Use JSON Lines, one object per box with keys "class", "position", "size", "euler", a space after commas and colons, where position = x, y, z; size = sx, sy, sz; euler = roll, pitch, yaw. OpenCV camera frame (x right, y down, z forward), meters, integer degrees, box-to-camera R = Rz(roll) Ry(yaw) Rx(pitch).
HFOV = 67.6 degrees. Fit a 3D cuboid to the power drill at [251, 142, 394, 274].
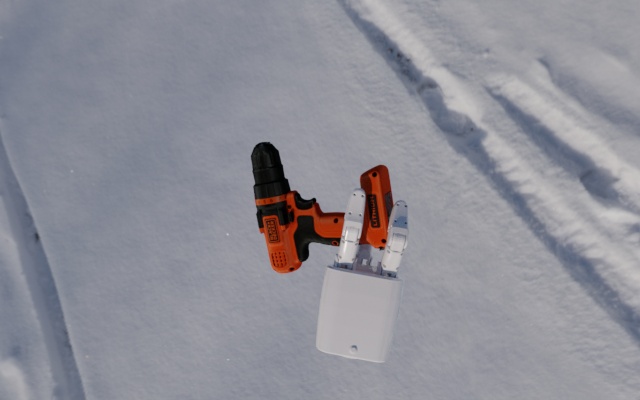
{"class": "power drill", "position": [0.001, 0.002, 0.637], "size": [0.187, 0.184, 0.057], "euler": [-7, 10, 23]}
